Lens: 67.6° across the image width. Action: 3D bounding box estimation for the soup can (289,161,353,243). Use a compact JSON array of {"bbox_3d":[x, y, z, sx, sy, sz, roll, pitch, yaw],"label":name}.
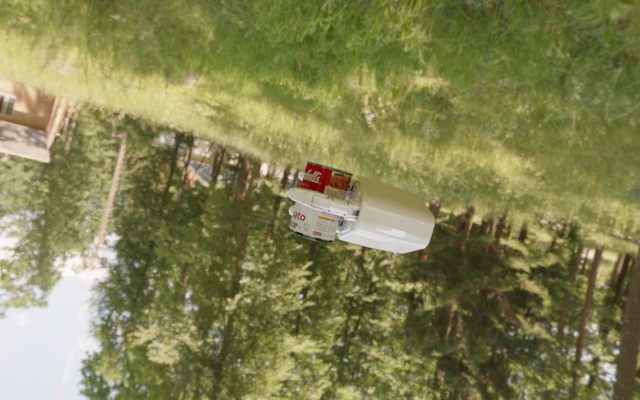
[{"bbox_3d":[0.000,0.002,0.677,0.068,0.102,0.068,16,3,-1],"label":"soup can"}]
